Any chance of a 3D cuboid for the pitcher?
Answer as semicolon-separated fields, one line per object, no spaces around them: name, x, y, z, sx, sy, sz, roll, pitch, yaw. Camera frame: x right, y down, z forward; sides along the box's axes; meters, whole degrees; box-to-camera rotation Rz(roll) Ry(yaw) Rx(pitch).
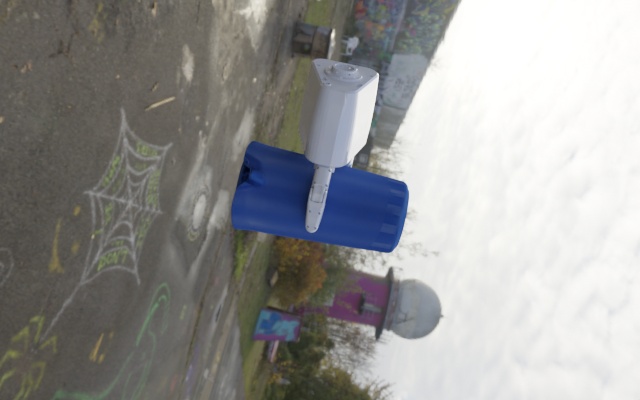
pitcher;0.000;0.002;0.712;0.243;0.145;0.149;12;33;3
